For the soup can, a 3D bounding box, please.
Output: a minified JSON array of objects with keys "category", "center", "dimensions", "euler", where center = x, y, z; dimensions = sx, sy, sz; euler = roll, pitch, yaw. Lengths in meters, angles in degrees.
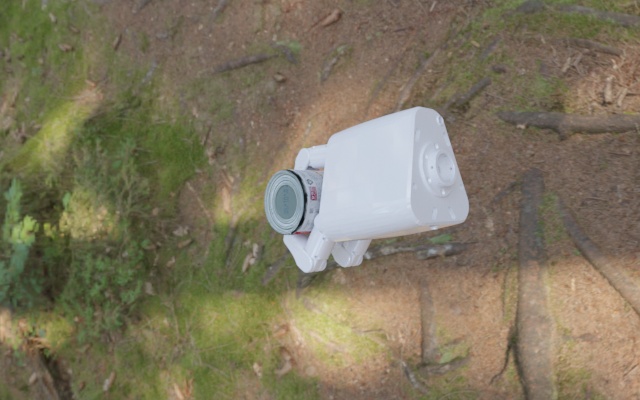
[{"category":"soup can","center":[0.000,0.002,0.512],"dimensions":[0.102,0.068,0.068],"euler":[0,0,-42]}]
